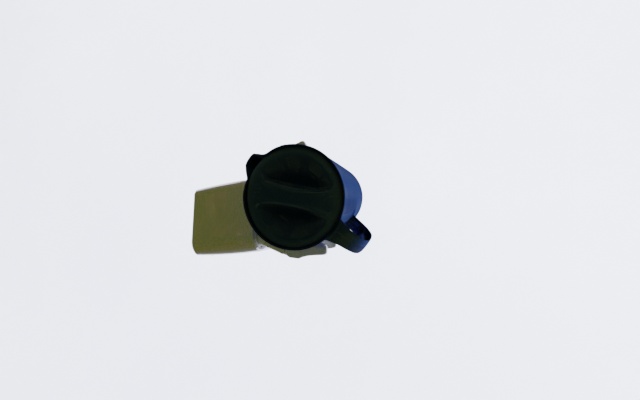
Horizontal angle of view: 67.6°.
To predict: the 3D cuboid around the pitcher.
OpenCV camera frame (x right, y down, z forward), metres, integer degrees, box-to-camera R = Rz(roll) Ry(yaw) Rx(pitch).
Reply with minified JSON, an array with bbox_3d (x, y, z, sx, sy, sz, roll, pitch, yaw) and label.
[{"bbox_3d":[0.000,0.002,0.702,0.145,0.149,0.243,-9,-2,14],"label":"pitcher"}]
